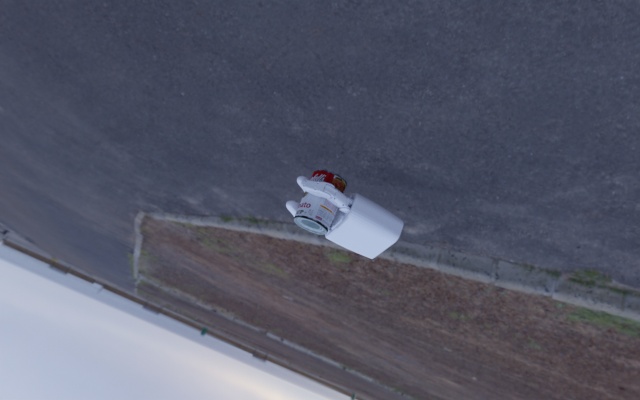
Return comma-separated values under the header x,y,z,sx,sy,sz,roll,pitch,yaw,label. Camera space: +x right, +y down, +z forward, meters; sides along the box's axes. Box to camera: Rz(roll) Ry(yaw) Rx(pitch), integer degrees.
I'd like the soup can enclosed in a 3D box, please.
x,y,z,sx,sy,sz,roll,pitch,yaw,label
0.000,0.003,0.874,0.068,0.102,0.068,20,-21,8,soup can
